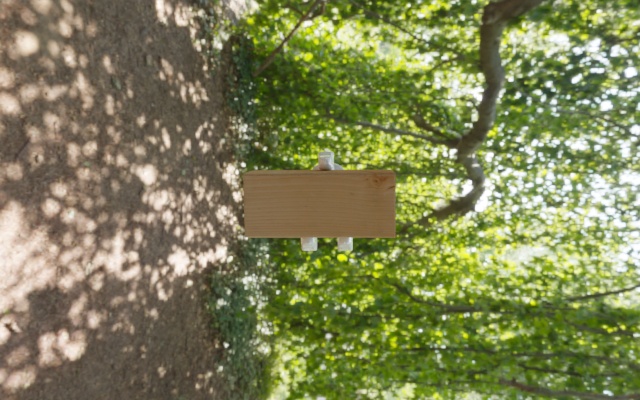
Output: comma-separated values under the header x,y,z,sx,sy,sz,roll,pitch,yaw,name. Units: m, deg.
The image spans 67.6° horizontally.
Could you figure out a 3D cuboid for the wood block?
x,y,z,sx,sy,sz,roll,pitch,yaw,name
0.000,0.002,0.686,0.206,0.091,0.090,-1,7,3,wood block
